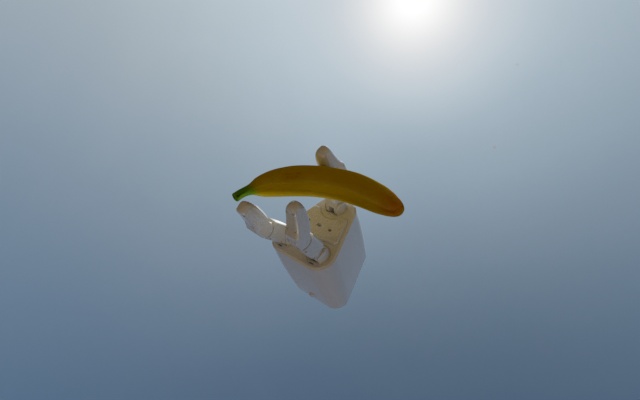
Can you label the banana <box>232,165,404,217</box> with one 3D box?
[{"bbox_3d":[0.002,-0.012,0.548,0.198,0.037,0.069,3,46,19],"label":"banana"}]
